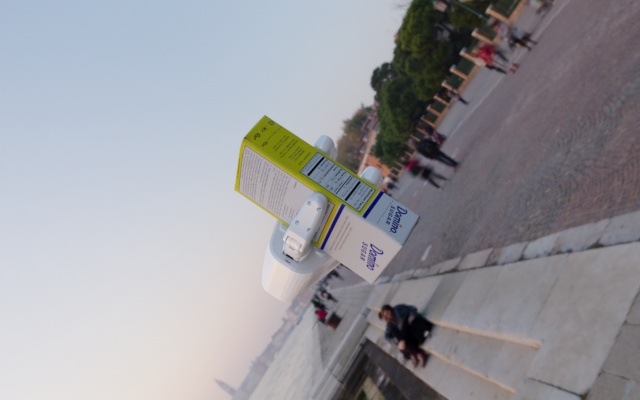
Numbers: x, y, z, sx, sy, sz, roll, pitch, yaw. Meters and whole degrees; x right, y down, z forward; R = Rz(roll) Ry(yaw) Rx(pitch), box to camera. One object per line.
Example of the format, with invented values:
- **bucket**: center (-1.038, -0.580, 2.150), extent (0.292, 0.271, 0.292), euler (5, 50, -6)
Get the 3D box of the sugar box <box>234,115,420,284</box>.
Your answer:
- **sugar box**: center (0.000, 0.001, 0.468), extent (0.176, 0.048, 0.093), euler (32, -33, 6)
